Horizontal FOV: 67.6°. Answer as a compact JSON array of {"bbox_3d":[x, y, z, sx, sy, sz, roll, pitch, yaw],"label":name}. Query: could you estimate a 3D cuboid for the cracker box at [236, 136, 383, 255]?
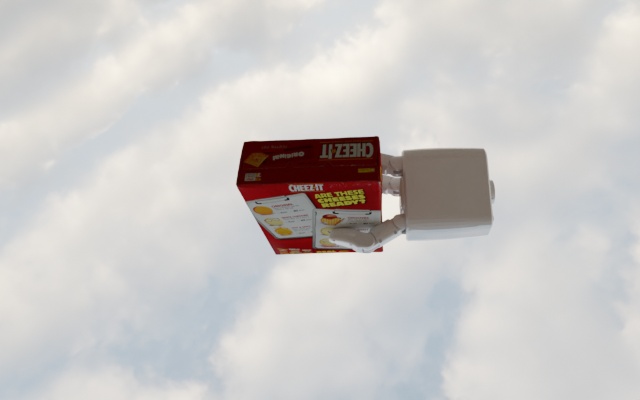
[{"bbox_3d":[0.000,0.002,0.630,0.164,0.072,0.214,-2,-28,7],"label":"cracker box"}]
